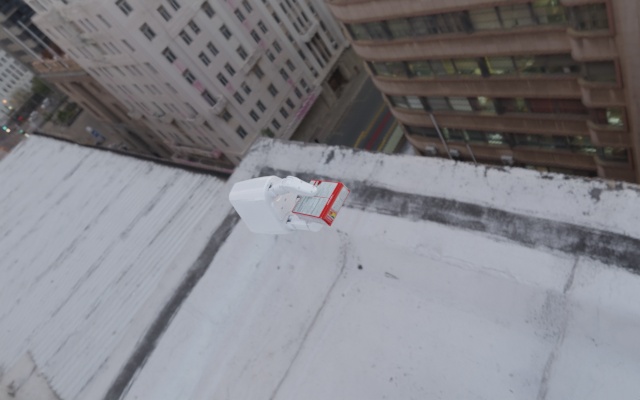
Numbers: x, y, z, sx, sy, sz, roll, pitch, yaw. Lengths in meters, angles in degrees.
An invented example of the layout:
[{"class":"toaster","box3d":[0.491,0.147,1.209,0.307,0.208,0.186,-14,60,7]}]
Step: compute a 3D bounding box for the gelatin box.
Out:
[{"class":"gelatin box","box3d":[0.000,0.003,0.837,0.089,0.073,0.030,8,-27,51]}]
